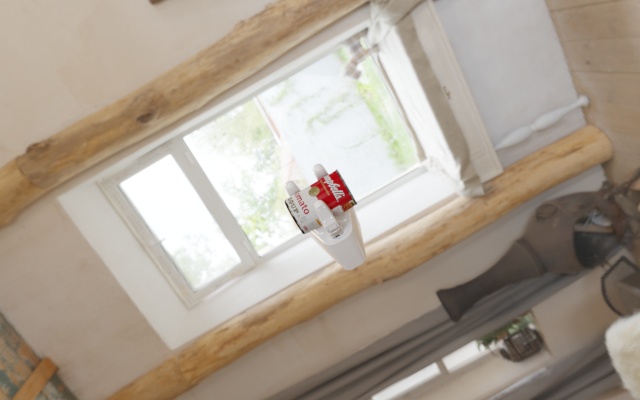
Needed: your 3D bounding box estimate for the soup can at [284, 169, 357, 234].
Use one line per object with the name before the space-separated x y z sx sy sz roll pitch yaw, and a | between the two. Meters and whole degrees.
soup can | 0.000 0.003 0.785 0.102 0.068 0.068 -30 -1 2
